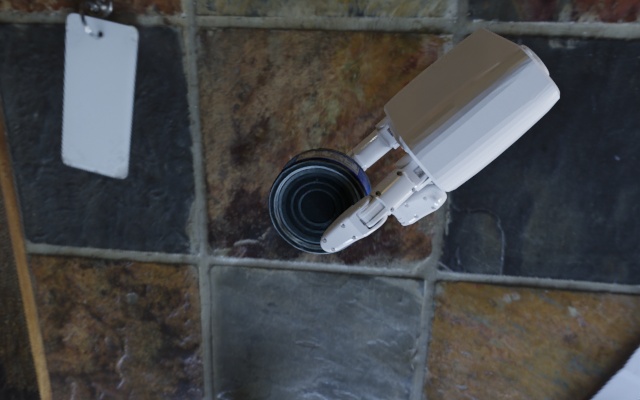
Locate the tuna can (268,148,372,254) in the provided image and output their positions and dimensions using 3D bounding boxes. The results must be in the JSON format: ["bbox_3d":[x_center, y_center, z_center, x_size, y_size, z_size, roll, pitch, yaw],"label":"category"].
[{"bbox_3d":[0.000,0.002,0.404,0.086,0.086,0.033,0,21,9],"label":"tuna can"}]
